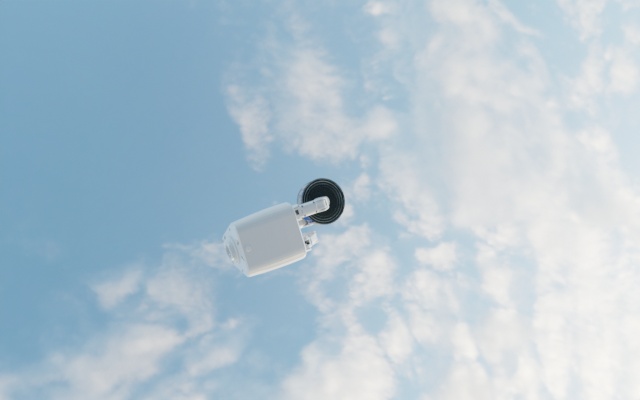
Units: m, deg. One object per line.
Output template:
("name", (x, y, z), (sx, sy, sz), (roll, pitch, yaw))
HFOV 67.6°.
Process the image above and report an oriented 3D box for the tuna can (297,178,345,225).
("tuna can", (0.000, 0.003, 0.886), (0.086, 0.086, 0.034), (0, -6, -23))
